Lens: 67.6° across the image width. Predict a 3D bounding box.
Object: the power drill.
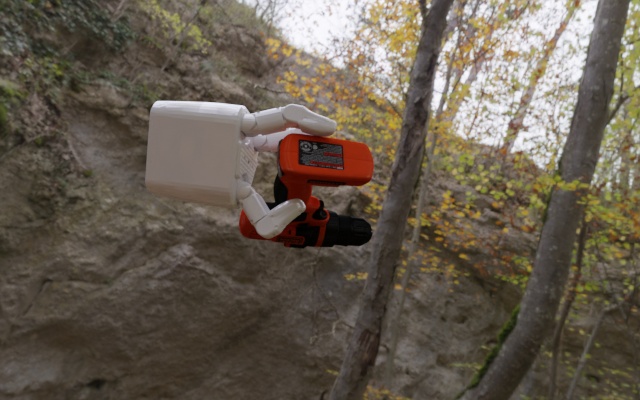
[{"bbox_3d":[0.000,0.002,0.592,0.184,0.057,0.188,5,-34,-14],"label":"power drill"}]
